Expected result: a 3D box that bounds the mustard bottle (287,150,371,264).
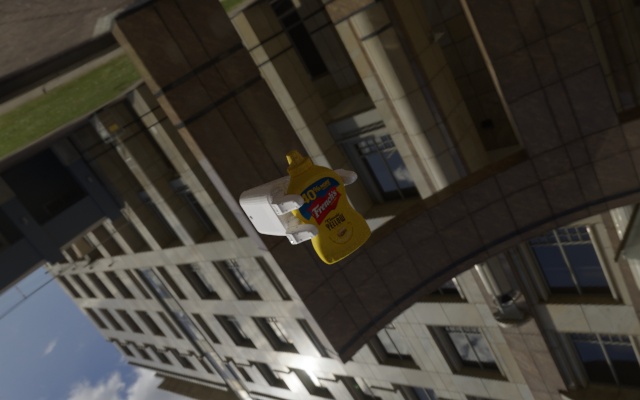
[{"bbox_3d":[0.000,0.003,0.778,0.096,0.192,0.058,-34,18,-9],"label":"mustard bottle"}]
